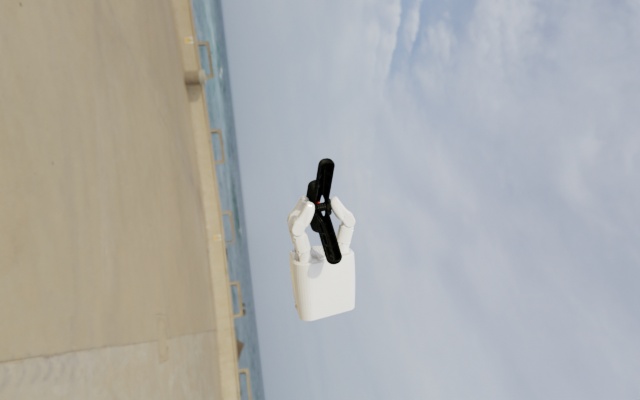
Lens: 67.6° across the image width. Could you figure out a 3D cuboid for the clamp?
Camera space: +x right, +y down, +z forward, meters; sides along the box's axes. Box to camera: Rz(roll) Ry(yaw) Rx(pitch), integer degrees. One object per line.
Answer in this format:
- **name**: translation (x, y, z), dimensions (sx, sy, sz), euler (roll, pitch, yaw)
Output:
- **clamp**: translation (0.001, 0.003, 0.819), dimensions (0.036, 0.164, 0.210), euler (-4, 11, -10)
